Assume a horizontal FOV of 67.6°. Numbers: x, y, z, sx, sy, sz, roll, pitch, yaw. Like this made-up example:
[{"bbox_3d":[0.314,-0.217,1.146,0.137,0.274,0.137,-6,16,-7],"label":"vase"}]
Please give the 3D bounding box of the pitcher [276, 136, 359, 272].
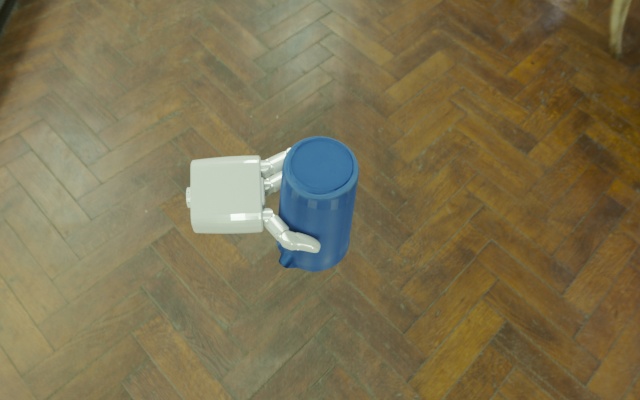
[{"bbox_3d":[0.000,0.003,0.768,0.145,0.149,0.243,-1,-30,-5],"label":"pitcher"}]
